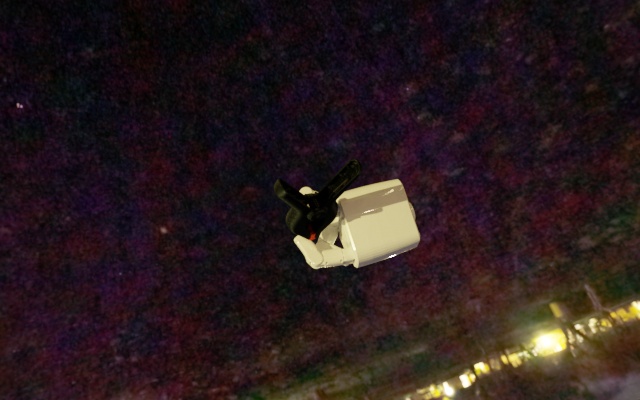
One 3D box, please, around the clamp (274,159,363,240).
[{"bbox_3d":[0.000,0.003,0.672,0.120,0.039,0.171,-15,-25,-6],"label":"clamp"}]
